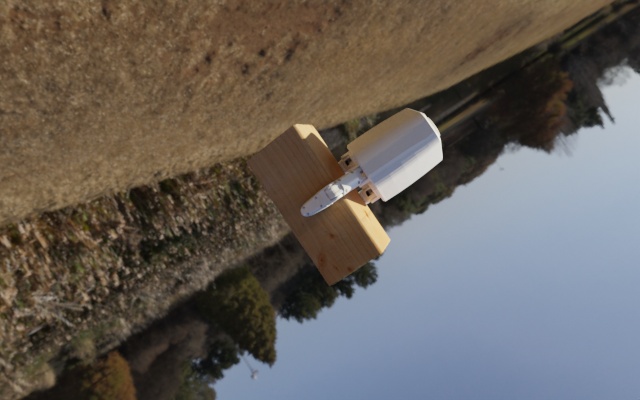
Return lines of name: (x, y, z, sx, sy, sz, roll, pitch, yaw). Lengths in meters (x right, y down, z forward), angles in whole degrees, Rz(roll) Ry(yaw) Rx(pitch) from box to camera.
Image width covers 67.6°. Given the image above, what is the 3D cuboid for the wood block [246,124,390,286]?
wood block: (0.000, 0.002, 0.678, 0.090, 0.206, 0.091, -35, -3, 17)
